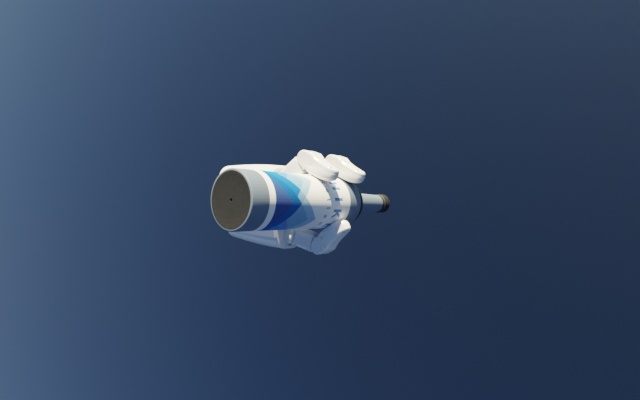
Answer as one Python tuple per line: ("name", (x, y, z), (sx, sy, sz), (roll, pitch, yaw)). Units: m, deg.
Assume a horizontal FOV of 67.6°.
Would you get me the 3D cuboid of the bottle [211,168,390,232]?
("bottle", (0.000, 0.002, 0.606), (0.069, 0.069, 0.296), (0, -1, 39))
